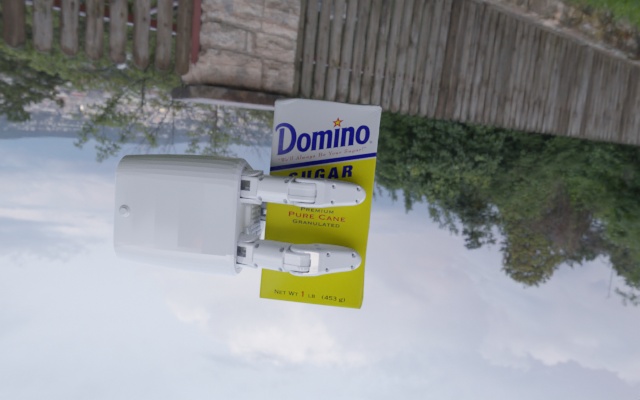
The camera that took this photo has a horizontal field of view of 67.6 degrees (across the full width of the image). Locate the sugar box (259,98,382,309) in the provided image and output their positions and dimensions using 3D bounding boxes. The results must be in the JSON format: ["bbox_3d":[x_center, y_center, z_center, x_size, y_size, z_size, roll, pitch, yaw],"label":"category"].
[{"bbox_3d":[0.000,0.002,0.424,0.093,0.176,0.048,5,7,4],"label":"sugar box"}]
